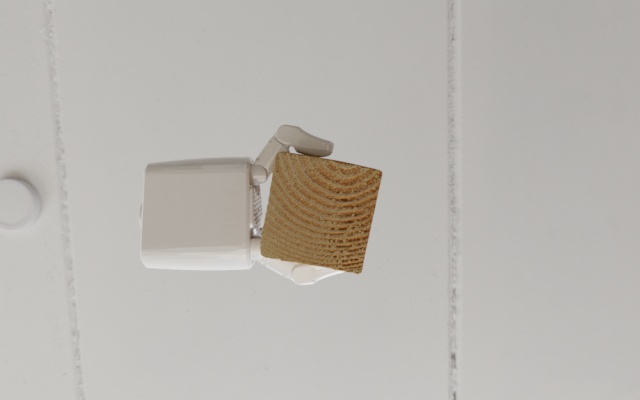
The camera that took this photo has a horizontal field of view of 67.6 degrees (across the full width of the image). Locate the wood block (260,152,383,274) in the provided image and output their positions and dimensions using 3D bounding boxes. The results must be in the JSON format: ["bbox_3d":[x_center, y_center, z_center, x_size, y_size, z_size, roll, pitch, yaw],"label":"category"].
[{"bbox_3d":[0.000,0.001,0.492,0.090,0.091,0.206,10,5,-1],"label":"wood block"}]
